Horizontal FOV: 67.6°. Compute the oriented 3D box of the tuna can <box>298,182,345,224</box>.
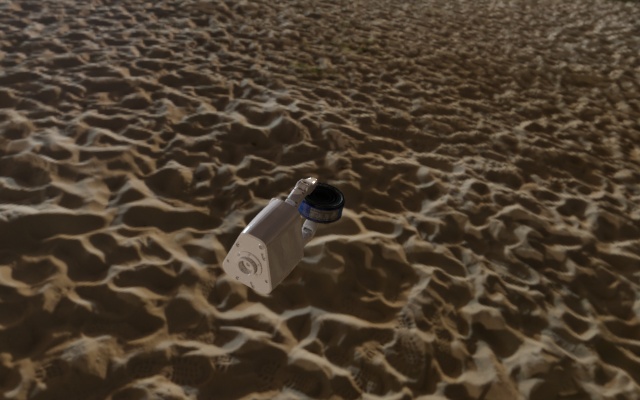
[{"bbox_3d":[0.000,0.002,0.853,0.086,0.034,0.086,9,32,-6],"label":"tuna can"}]
